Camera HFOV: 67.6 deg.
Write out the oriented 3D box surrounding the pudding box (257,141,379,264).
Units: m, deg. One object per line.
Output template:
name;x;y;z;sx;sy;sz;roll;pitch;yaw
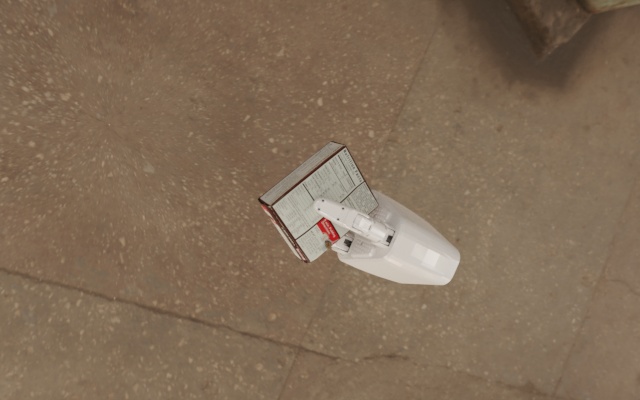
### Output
pudding box;0.000;0.002;0.536;0.113;0.090;0.039;-40;27;-16
